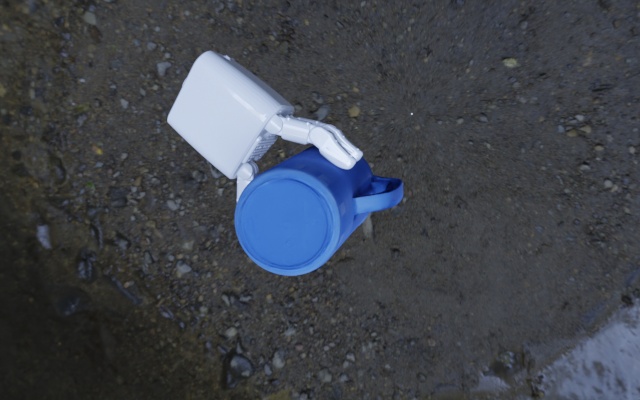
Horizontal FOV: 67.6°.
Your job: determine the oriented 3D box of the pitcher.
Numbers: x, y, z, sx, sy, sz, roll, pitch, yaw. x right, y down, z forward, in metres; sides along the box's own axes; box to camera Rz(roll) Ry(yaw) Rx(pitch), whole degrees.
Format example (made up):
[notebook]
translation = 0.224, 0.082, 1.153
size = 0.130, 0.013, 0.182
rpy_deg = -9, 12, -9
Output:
[pitcher]
translation = 0.000, 0.002, 0.568
size = 0.145, 0.149, 0.243
rpy_deg = 42, 15, 2
